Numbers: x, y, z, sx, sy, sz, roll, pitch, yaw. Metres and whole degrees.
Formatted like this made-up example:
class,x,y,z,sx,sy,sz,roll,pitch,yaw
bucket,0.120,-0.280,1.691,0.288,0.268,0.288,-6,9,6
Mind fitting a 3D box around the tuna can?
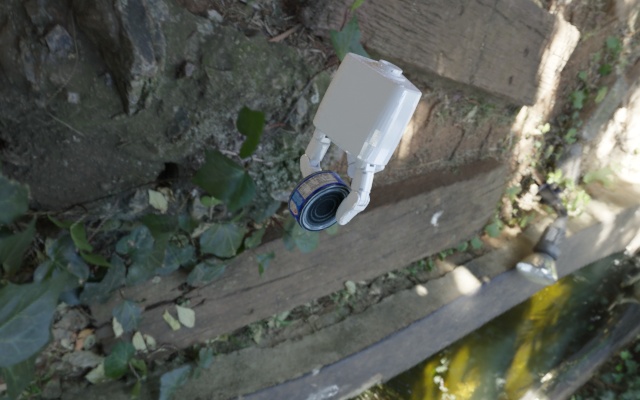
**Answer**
class,x,y,z,sx,sy,sz,roll,pitch,yaw
tuna can,0.000,0.003,0.659,0.086,0.086,0.033,0,39,-40
